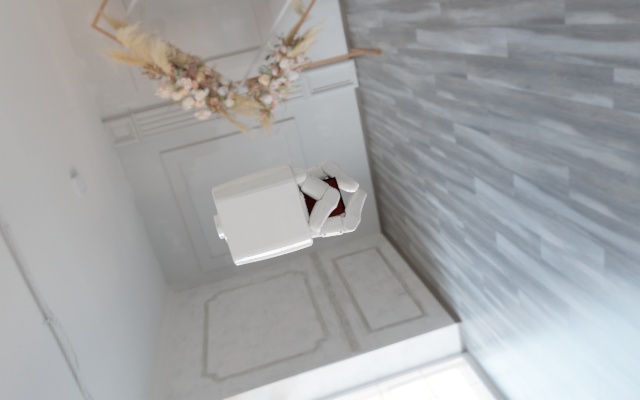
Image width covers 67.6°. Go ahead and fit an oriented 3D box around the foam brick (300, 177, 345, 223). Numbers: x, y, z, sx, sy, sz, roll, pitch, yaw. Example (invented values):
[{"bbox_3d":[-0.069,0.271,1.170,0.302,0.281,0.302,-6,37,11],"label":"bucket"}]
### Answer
[{"bbox_3d":[0.000,0.002,0.676,0.051,0.053,0.078,-17,-5,-7],"label":"foam brick"}]
